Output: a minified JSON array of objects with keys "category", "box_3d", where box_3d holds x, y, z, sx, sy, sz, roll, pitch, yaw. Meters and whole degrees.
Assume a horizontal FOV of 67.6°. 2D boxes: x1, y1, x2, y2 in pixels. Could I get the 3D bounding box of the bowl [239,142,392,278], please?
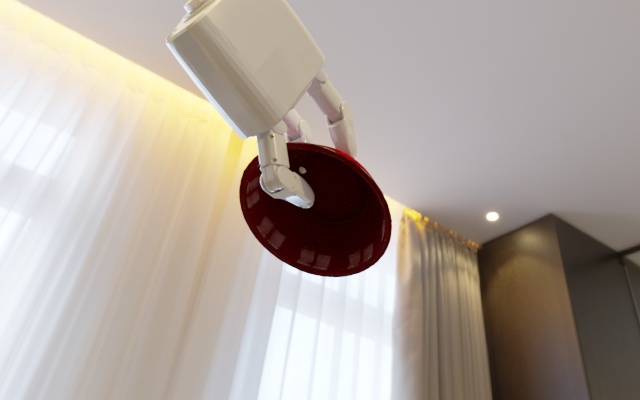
[{"category":"bowl","box_3d":[0.001,0.002,0.493,0.162,0.162,0.055,0,33,24]}]
